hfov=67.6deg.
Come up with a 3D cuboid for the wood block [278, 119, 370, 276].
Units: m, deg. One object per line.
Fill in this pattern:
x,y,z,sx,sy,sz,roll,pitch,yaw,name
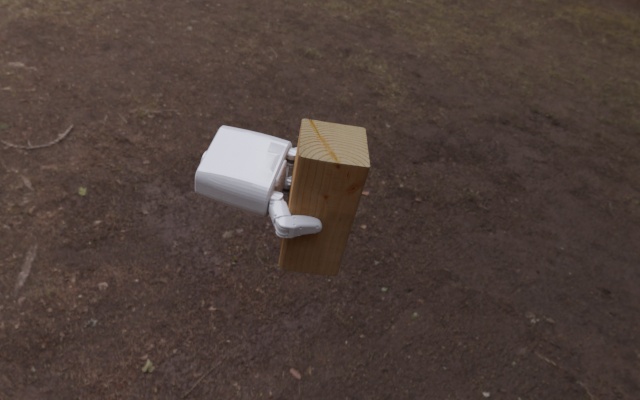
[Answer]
0.000,0.002,0.671,0.090,0.206,0.090,8,41,-6,wood block
